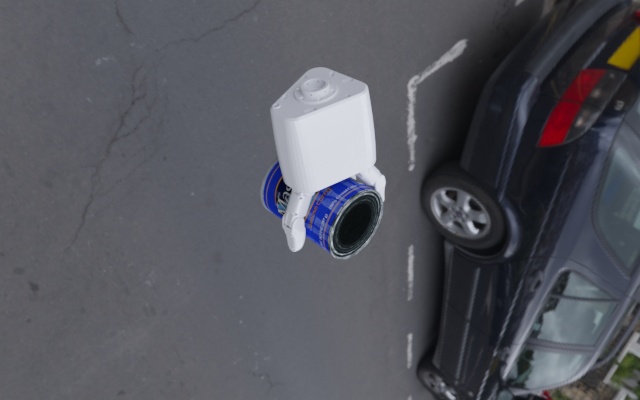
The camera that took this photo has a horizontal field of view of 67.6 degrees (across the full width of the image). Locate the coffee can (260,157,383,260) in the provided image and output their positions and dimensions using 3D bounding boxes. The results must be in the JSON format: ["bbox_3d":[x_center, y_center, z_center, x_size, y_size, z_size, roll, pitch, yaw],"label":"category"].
[{"bbox_3d":[0.000,0.002,0.657,0.140,0.103,0.103,32,20,36],"label":"coffee can"}]
